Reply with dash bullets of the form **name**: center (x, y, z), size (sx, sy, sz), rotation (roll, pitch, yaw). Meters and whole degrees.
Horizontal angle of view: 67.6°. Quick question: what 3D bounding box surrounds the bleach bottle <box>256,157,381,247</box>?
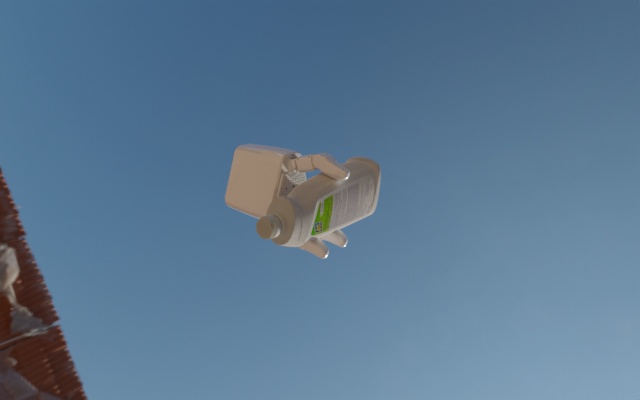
- **bleach bottle**: center (0.000, 0.002, 0.709), size (0.068, 0.102, 0.251), rotation (15, 21, 32)
